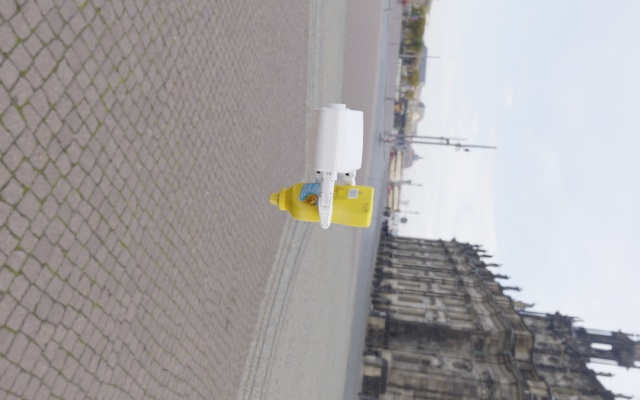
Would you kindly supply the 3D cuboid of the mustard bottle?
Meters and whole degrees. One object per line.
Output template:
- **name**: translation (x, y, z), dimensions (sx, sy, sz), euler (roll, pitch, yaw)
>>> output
- **mustard bottle**: translation (0.000, 0.003, 0.885), dimensions (0.191, 0.058, 0.096), euler (5, 34, 8)
